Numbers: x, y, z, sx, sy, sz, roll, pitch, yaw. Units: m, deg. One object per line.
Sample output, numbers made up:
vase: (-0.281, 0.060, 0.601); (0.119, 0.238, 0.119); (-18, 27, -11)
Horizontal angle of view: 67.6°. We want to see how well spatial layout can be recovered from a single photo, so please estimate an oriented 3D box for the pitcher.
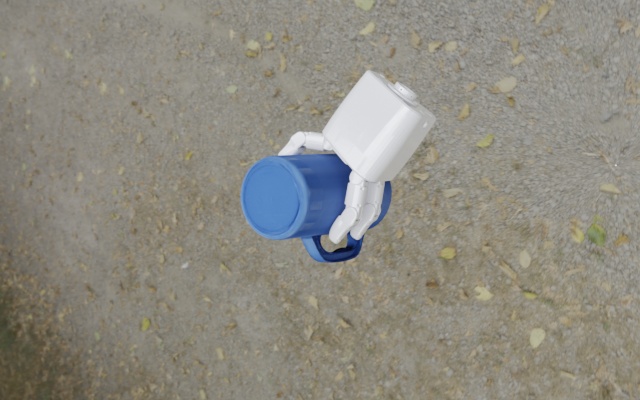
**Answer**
pitcher: (0.000, 0.002, 0.700); (0.149, 0.145, 0.243); (46, 24, 20)
